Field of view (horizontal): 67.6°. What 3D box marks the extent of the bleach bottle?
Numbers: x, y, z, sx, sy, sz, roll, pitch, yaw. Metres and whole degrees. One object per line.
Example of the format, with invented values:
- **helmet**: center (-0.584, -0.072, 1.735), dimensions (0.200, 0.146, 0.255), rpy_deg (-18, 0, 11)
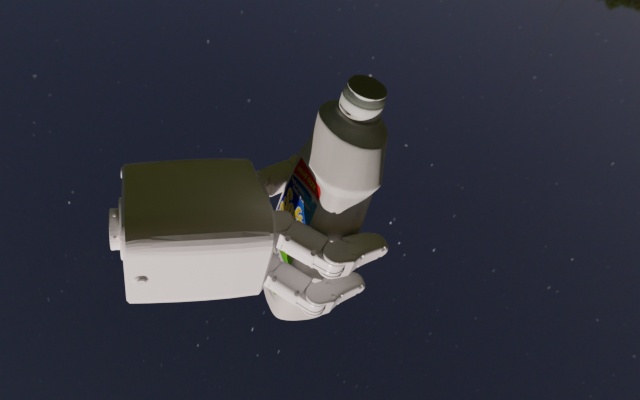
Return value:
- **bleach bottle**: center (0.000, 0.001, 0.414), dimensions (0.068, 0.102, 0.251), rpy_deg (-1, -42, -20)
